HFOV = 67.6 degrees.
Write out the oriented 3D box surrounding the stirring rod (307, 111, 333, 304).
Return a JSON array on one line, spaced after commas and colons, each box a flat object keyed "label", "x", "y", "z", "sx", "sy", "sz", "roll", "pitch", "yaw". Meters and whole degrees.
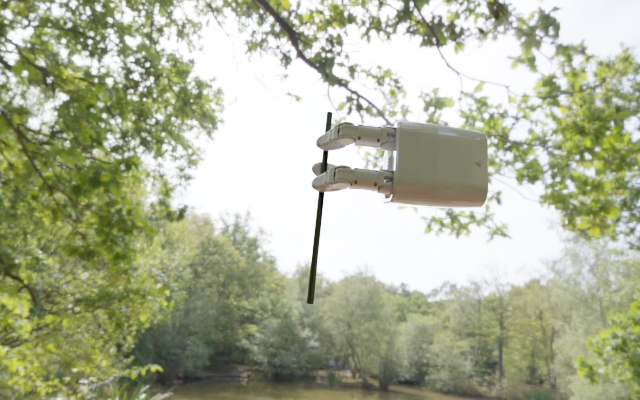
[{"label": "stirring rod", "x": 0.000, "y": 0.002, "z": 0.572, "sx": 0.011, "sy": 0.239, "sz": 0.011, "roll": 5, "pitch": -18, "yaw": 2}]
